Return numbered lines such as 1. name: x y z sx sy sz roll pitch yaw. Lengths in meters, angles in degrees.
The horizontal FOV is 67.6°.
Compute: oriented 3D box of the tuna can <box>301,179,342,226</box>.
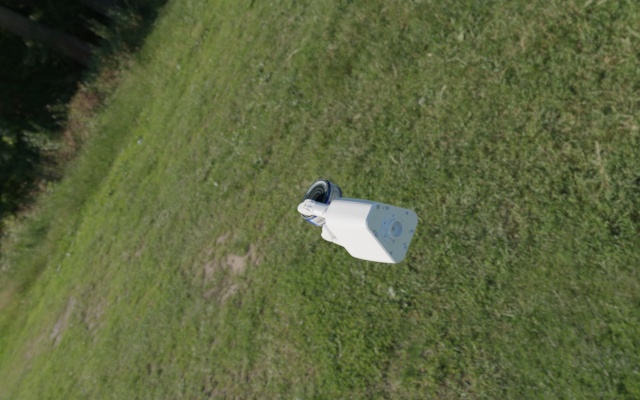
1. tuna can: 0.000 0.003 0.899 0.034 0.086 0.086 28 -15 -29
